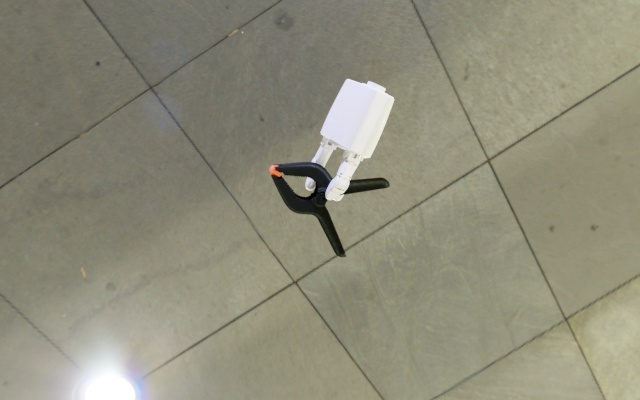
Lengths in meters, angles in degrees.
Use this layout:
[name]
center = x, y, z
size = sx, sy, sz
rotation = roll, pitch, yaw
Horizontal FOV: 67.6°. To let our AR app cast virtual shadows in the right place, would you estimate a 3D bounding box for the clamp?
[clamp]
center = 0.000, 0.003, 0.844
size = 0.210, 0.164, 0.036
rotation = 21, 10, -16
